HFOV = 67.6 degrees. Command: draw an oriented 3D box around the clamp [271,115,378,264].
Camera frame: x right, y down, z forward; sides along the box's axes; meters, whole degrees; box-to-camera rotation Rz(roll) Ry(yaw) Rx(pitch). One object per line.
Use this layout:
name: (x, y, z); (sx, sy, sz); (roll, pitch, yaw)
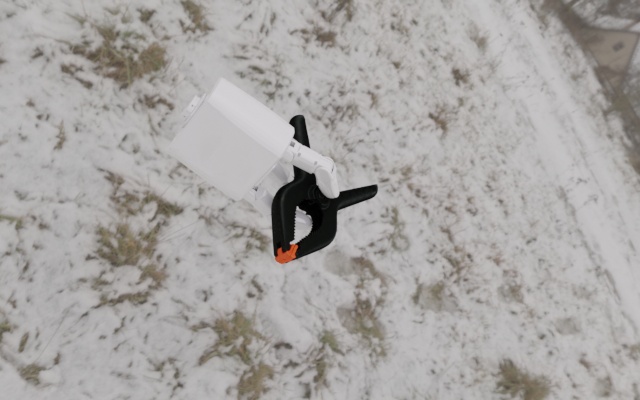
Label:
clamp: (0.000, 0.002, 0.623); (0.164, 0.209, 0.036); (35, -41, -21)
